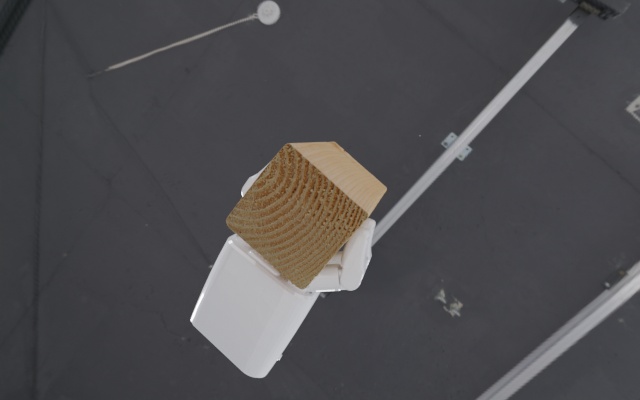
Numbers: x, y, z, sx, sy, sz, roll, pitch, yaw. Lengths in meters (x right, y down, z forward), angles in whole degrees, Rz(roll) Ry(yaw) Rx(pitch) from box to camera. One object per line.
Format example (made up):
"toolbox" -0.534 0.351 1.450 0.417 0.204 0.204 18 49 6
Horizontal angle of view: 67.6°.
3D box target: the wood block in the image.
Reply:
"wood block" 0.000 0.002 0.487 0.091 0.090 0.206 41 13 4
